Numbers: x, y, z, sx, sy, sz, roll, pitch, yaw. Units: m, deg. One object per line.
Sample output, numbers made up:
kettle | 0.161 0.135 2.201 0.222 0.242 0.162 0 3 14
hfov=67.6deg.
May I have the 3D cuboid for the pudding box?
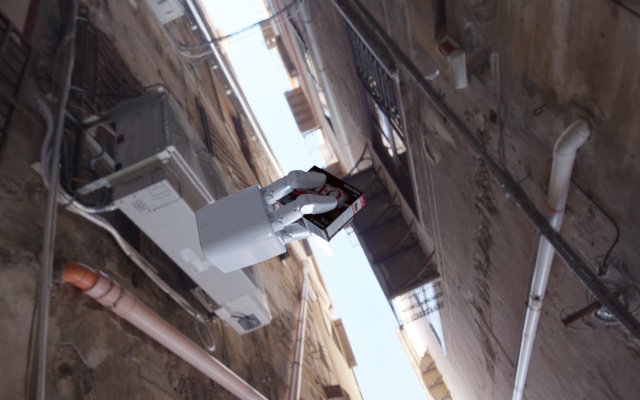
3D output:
pudding box | 0.000 0.003 0.739 0.113 0.090 0.039 33 -25 33
